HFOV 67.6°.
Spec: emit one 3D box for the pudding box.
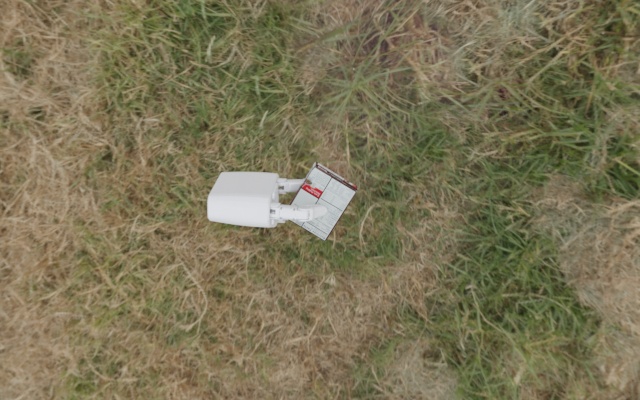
[{"bbox_3d":[0.000,0.003,0.843,0.090,0.113,0.039,31,15,-4],"label":"pudding box"}]
